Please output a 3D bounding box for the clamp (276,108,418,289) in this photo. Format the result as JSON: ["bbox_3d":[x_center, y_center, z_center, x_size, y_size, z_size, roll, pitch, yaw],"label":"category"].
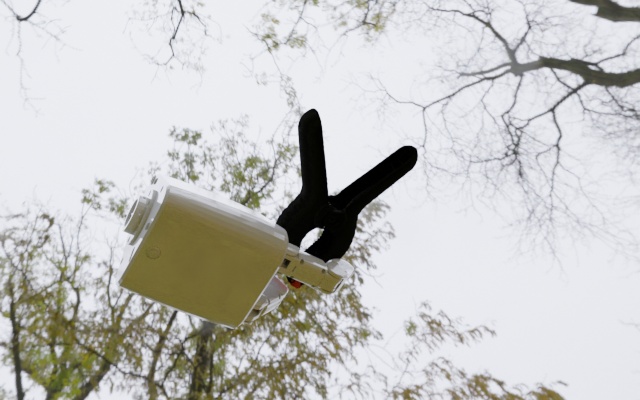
[{"bbox_3d":[0.000,0.001,0.431,0.120,0.171,0.039,27,15,-27],"label":"clamp"}]
